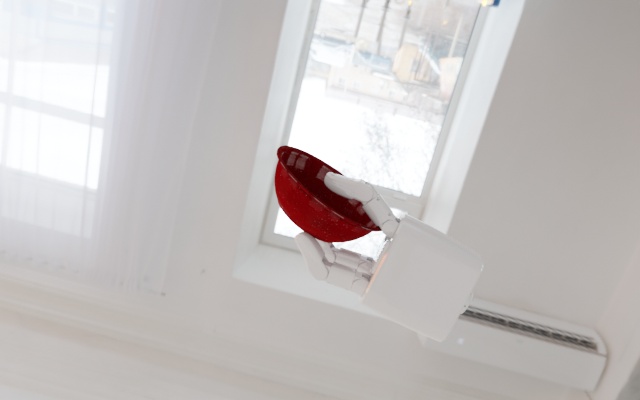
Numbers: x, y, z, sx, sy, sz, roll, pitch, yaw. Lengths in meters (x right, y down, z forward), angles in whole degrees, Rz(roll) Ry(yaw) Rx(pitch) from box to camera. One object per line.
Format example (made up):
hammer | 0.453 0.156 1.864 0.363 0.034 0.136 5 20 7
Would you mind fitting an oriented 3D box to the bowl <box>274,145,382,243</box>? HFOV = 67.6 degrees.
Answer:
bowl | -0.001 0.001 0.589 0.162 0.055 0.162 34 18 -13
